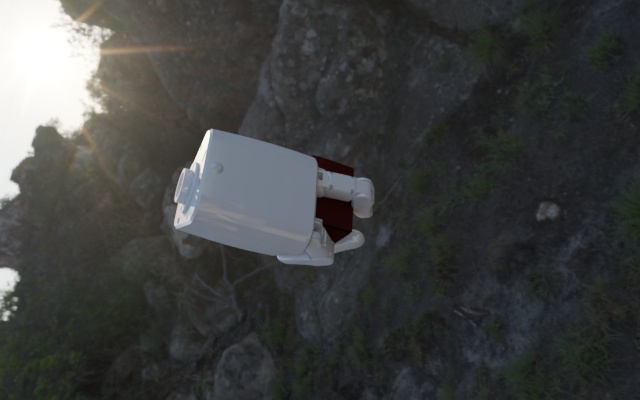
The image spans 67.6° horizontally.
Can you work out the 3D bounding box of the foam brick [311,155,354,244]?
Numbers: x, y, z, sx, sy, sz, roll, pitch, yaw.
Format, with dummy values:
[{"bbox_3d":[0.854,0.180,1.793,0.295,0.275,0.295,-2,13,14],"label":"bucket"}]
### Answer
[{"bbox_3d":[0.000,0.001,0.501,0.051,0.078,0.053,16,-30,-23],"label":"foam brick"}]
